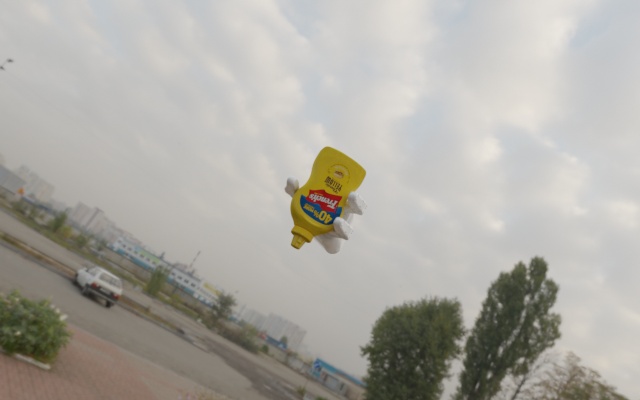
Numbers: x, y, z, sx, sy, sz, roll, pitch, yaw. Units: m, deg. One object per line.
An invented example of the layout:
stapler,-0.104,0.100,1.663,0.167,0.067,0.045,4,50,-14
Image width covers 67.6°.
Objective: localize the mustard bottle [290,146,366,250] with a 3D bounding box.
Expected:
mustard bottle,0.000,0.003,0.864,0.096,0.191,0.058,33,-17,-10
